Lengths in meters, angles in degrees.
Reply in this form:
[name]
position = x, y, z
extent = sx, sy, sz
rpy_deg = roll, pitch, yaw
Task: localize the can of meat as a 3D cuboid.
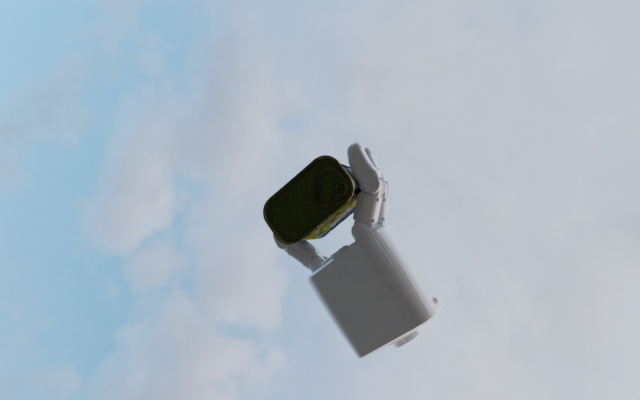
[can of meat]
position = 0.000, 0.002, 0.528
extent = 0.102, 0.057, 0.084
rpy_deg = -40, -15, 14
